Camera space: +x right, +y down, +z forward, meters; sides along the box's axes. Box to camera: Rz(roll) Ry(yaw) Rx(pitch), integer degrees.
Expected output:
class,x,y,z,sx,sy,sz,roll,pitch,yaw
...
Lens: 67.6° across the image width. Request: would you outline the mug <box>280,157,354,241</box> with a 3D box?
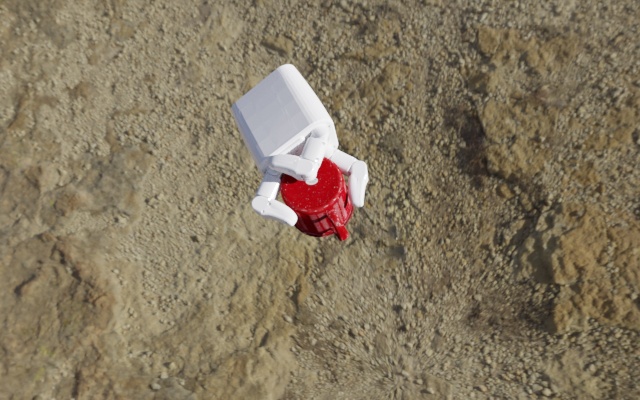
class,x,y,z,sx,sy,sz,roll,pitch,yaw
mug,0.001,0.003,0.622,0.093,0.117,0.081,-30,-23,-3
